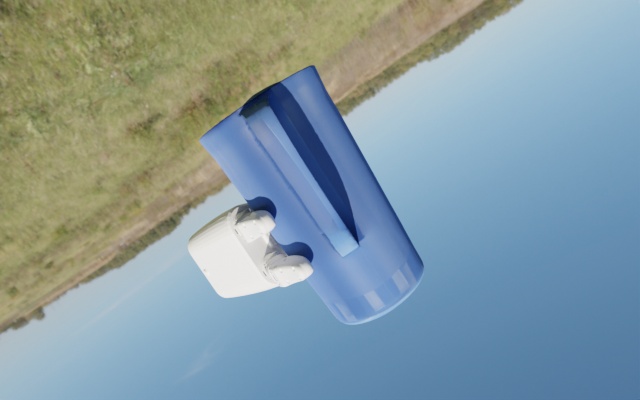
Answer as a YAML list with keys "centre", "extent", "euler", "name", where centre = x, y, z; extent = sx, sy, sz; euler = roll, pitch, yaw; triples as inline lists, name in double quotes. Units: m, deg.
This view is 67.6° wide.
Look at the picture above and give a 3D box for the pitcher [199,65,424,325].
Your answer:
- centre: [0.000, 0.002, 0.472]
  extent: [0.145, 0.243, 0.149]
  euler: [-25, 12, 45]
  name: "pitcher"
